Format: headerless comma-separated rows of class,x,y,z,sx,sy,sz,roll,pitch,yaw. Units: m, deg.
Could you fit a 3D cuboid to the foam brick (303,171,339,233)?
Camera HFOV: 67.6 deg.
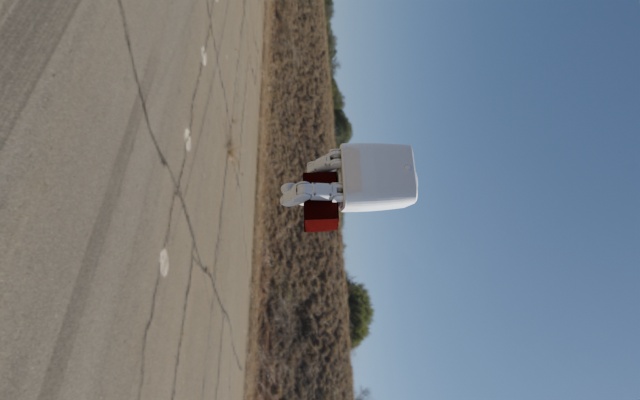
foam brick,0.000,0.003,0.710,0.051,0.078,0.053,-1,-22,-2
